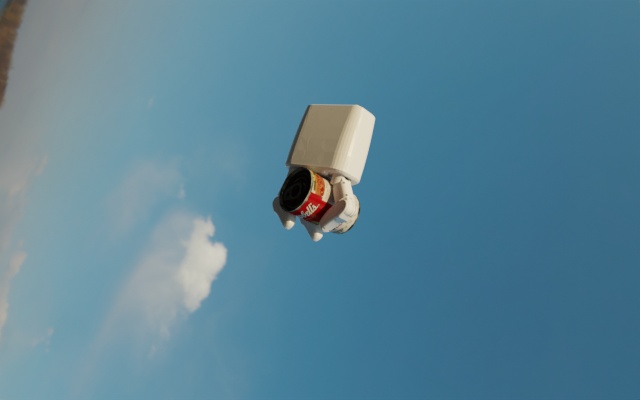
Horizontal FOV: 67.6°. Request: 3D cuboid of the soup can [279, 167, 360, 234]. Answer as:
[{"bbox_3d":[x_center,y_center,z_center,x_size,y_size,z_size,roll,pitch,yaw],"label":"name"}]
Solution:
[{"bbox_3d":[0.000,0.003,0.696,0.102,0.068,0.068,27,-17,-37],"label":"soup can"}]
